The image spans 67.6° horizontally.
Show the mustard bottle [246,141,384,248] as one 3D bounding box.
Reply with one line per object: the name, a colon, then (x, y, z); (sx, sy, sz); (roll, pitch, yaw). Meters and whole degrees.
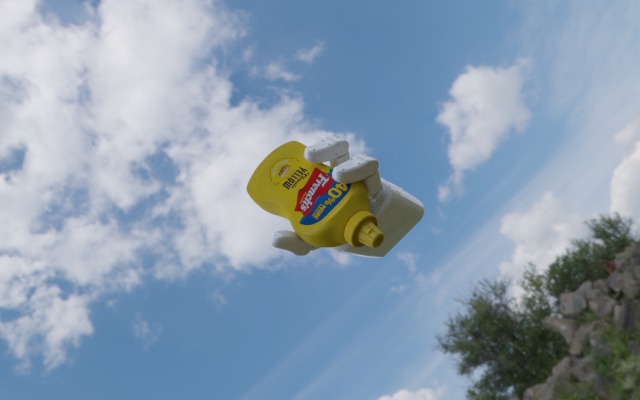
mustard bottle: (0.000, 0.002, 0.566); (0.191, 0.096, 0.058); (34, -16, 38)
